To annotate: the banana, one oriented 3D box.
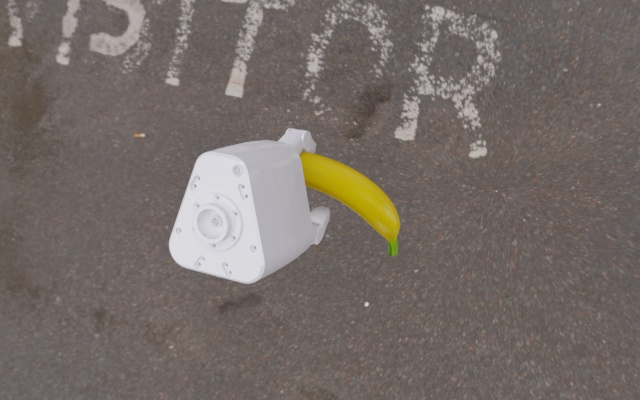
[{"bbox_3d":[0.011,-0.011,0.522,0.198,0.070,0.037,32,26,6],"label":"banana"}]
